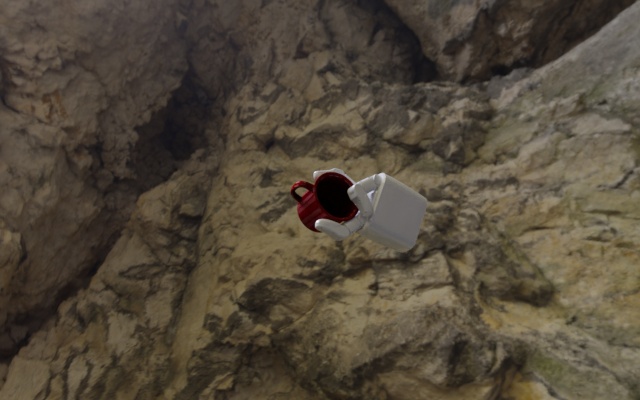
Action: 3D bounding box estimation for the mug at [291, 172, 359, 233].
[{"bbox_3d":[-0.001,0.002,0.848,0.117,0.093,0.081,26,-34,-19],"label":"mug"}]
